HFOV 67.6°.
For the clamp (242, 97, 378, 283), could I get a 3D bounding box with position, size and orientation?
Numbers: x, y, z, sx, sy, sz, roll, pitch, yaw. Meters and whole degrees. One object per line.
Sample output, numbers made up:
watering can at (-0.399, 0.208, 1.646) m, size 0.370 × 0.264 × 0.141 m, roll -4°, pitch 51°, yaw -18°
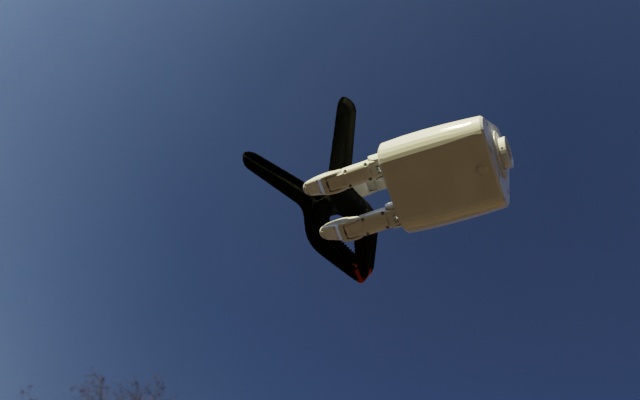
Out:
clamp at (0.001, 0.002, 0.571) m, size 0.164 × 0.210 × 0.036 m, roll -15°, pitch 10°, yaw 32°
